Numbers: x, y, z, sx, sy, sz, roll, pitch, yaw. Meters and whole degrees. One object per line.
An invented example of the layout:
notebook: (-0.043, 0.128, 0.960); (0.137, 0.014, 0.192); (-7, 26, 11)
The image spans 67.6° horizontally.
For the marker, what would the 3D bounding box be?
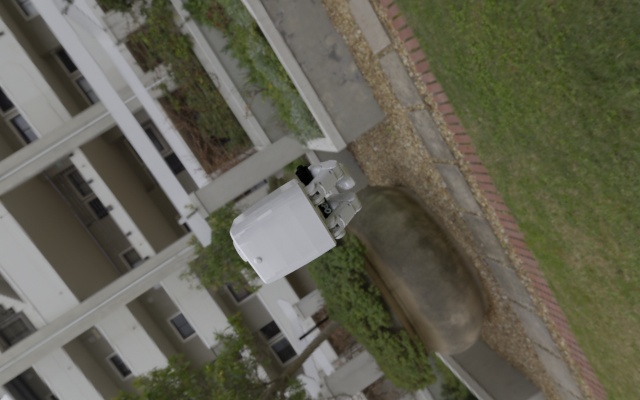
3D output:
marker: (0.000, 0.002, 0.655); (0.020, 0.121, 0.020); (-25, 27, 13)
